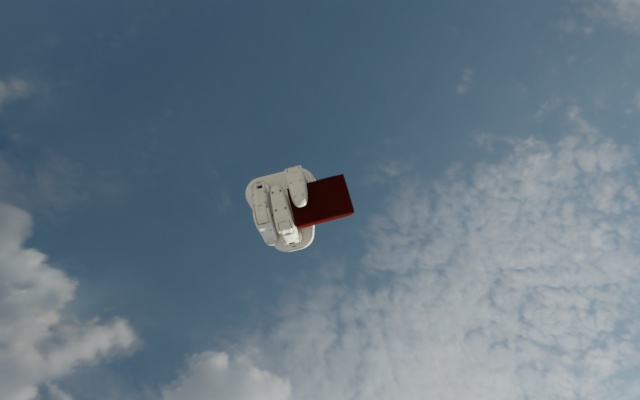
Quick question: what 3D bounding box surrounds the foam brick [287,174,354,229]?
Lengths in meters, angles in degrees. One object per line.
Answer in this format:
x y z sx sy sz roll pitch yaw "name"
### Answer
0.000 0.002 0.628 0.078 0.053 0.051 -14 -6 1 "foam brick"
